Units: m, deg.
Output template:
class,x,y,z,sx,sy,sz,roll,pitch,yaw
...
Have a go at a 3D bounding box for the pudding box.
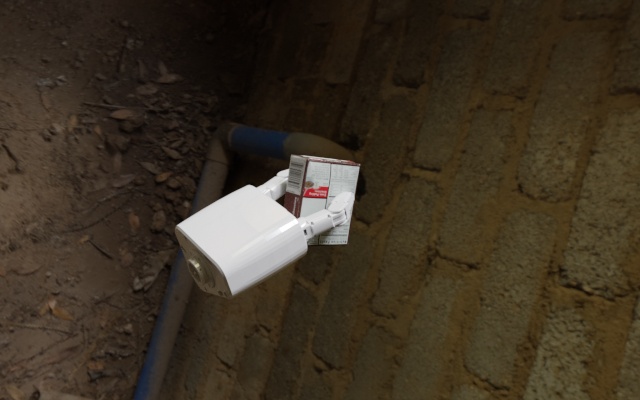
class,x,y,z,sx,sy,sz,roll,pitch,yaw
pudding box,0.000,0.002,0.611,0.090,0.113,0.039,2,11,-39
